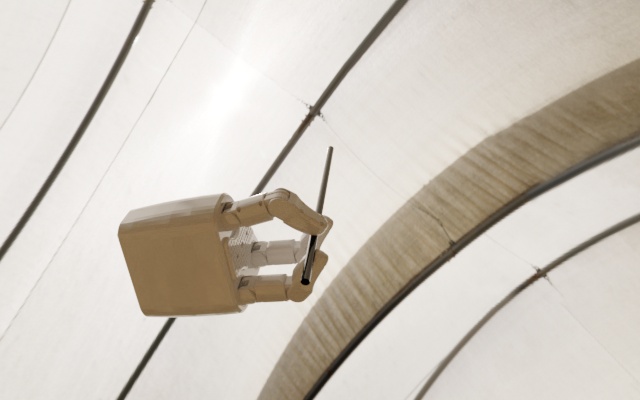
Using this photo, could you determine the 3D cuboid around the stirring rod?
[{"bbox_3d":[0.000,0.002,0.497,0.011,0.011,0.239,0,33,7],"label":"stirring rod"}]
